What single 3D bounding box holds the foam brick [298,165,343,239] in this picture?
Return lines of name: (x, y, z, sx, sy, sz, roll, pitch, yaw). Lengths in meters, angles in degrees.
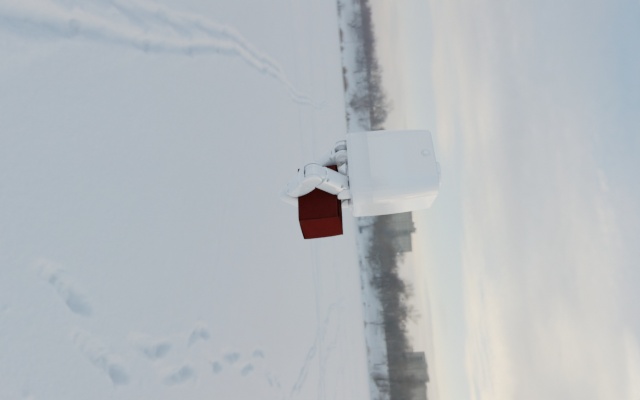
foam brick: (0.000, 0.002, 0.604, 0.051, 0.078, 0.053, -5, -30, 5)
